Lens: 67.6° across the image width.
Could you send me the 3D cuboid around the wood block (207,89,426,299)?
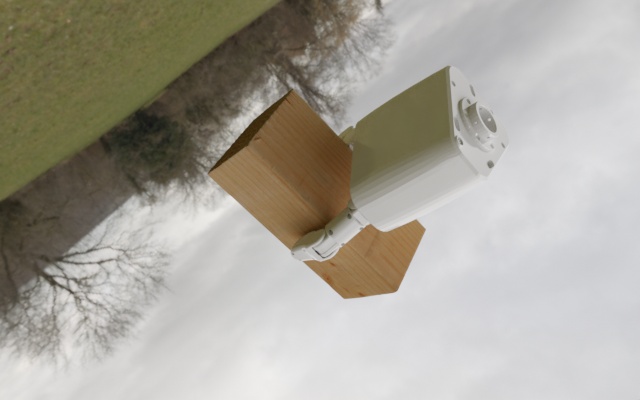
[{"bbox_3d":[0.000,0.002,0.495,0.206,0.090,0.090,45,-34,-17],"label":"wood block"}]
